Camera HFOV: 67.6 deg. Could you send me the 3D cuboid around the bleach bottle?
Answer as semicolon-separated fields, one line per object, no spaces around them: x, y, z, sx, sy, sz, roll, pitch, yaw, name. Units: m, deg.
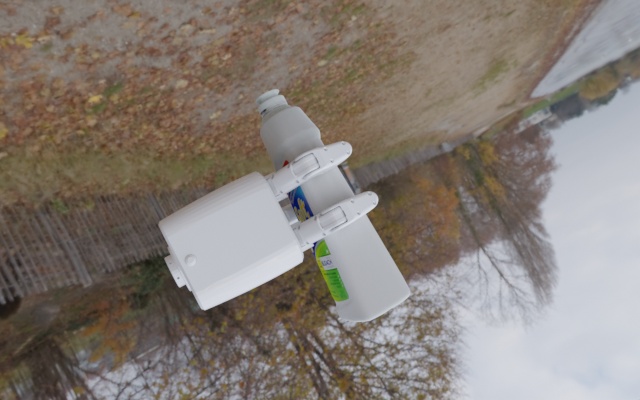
0.000;0.002;0.507;0.068;0.251;0.102;-27;-3;-17;bleach bottle
